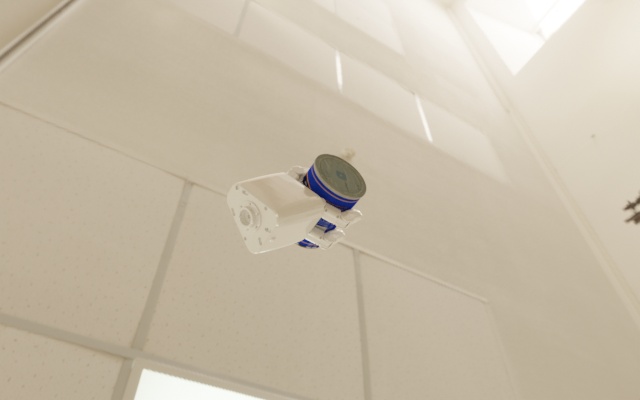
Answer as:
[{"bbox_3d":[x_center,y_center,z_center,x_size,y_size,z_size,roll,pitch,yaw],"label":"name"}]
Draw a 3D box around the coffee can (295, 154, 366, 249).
[{"bbox_3d":[0.000,0.003,0.843,0.103,0.102,0.140,0,-42,-43],"label":"coffee can"}]
